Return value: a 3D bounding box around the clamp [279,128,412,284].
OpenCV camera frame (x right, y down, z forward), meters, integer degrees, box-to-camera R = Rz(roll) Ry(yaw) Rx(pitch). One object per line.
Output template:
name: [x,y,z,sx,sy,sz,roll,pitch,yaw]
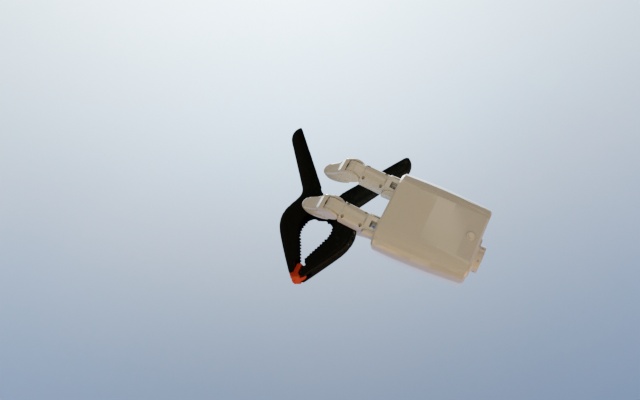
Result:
clamp: [0.000,0.003,0.599,0.164,0.210,0.036,23,-24,17]
